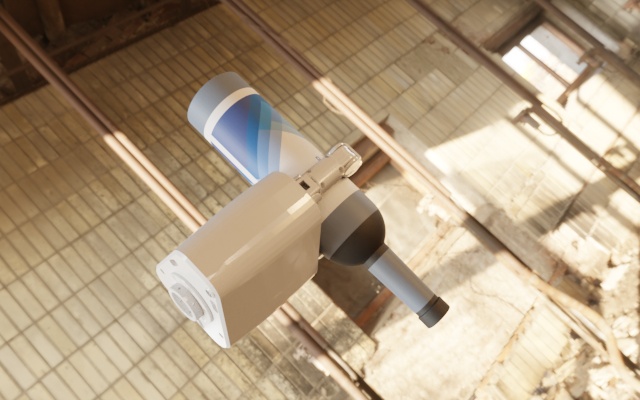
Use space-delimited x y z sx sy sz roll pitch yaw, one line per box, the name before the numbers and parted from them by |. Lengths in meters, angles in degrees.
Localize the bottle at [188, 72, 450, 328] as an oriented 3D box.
bottle | 0.000 0.001 0.442 0.295 0.069 0.069 44 9 10
